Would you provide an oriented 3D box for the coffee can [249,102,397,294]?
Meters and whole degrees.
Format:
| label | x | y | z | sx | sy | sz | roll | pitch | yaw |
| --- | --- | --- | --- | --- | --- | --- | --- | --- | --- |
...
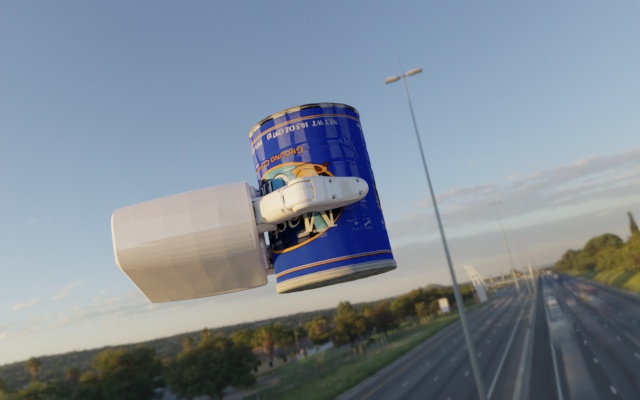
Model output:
| label | x | y | z | sx | sy | sz | roll | pitch | yaw |
| --- | --- | --- | --- | --- | --- | --- | --- | --- | --- |
| coffee can | 0.000 | 0.001 | 0.416 | 0.103 | 0.140 | 0.103 | -12 | -13 | -3 |
